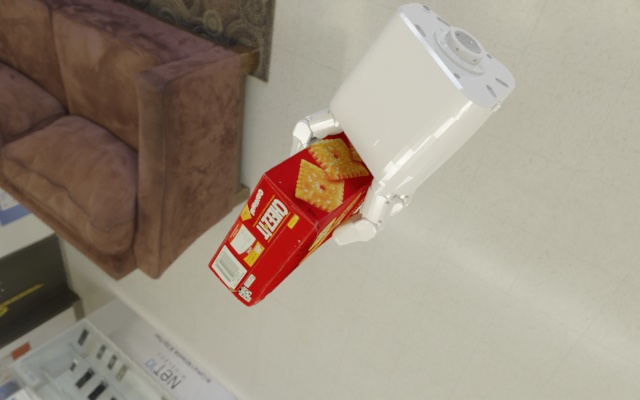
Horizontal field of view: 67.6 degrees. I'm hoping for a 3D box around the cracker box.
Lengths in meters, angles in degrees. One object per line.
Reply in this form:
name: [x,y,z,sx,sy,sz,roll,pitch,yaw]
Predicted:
cracker box: [0.000,0.002,0.507,0.213,0.072,0.164,-36,-12,-45]
